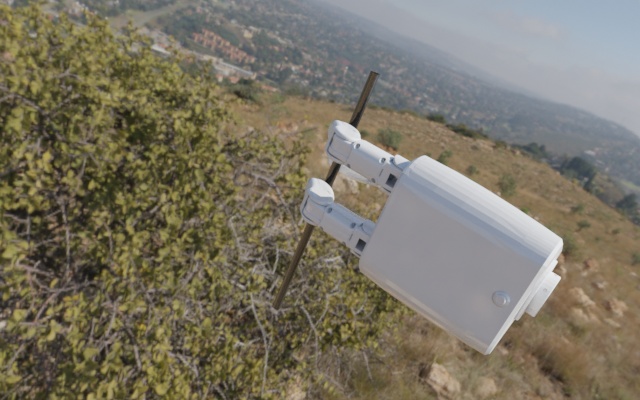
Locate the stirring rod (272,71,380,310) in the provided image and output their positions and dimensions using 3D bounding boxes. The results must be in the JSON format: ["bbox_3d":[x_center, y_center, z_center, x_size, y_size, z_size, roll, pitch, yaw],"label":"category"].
[{"bbox_3d":[0.000,0.002,0.424,0.011,0.240,0.011,20,22,-8],"label":"stirring rod"}]
